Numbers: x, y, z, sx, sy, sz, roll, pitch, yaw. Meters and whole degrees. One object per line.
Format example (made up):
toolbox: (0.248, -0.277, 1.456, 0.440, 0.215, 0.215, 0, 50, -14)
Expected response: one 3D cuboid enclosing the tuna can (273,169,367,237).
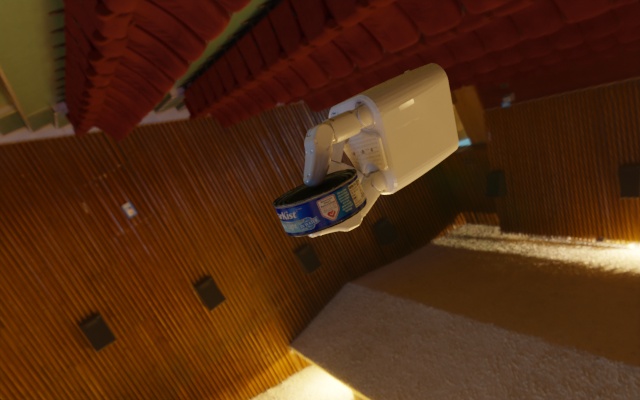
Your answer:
tuna can: (0.000, 0.002, 0.457, 0.086, 0.034, 0.086, -21, 12, 5)
